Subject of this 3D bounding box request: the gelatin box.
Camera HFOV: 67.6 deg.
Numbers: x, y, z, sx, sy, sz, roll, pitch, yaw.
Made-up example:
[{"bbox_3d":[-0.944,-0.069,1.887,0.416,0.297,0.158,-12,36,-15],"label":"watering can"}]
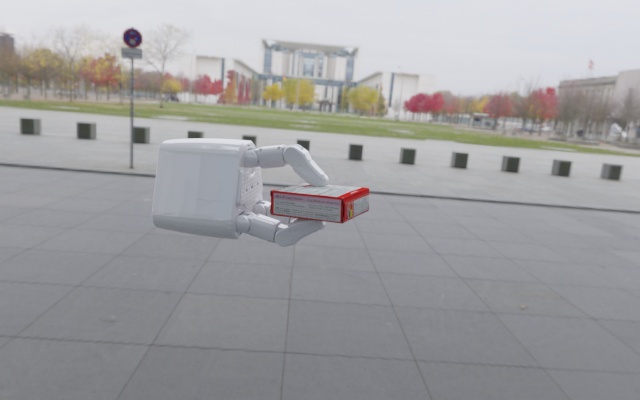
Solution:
[{"bbox_3d":[0.000,0.001,0.526,0.089,0.030,0.073,5,11,26],"label":"gelatin box"}]
